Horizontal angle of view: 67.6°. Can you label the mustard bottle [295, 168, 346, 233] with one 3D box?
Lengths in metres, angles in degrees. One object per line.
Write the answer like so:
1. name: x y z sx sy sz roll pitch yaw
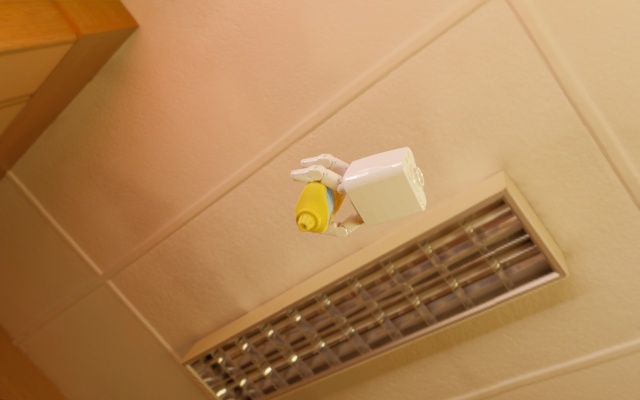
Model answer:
1. mustard bottle: 0.000 0.003 0.845 0.058 0.096 0.191 8 27 14
